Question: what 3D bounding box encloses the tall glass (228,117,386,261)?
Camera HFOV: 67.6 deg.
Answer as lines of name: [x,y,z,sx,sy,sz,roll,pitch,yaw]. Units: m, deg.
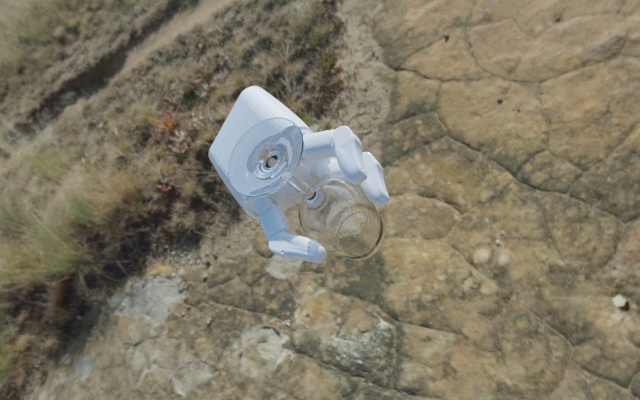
tall glass: [0.000,0.001,0.473,0.079,0.079,0.201,0,-23,31]
